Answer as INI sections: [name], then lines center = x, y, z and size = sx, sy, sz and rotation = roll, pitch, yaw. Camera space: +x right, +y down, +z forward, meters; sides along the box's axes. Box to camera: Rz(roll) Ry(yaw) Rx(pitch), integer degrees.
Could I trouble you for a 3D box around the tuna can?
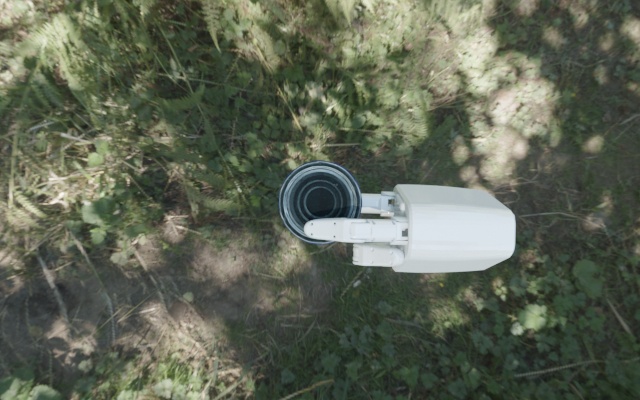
[tuna can]
center = 0.000, 0.002, 0.490
size = 0.086, 0.086, 0.034
rotation = 0, 2, 2
